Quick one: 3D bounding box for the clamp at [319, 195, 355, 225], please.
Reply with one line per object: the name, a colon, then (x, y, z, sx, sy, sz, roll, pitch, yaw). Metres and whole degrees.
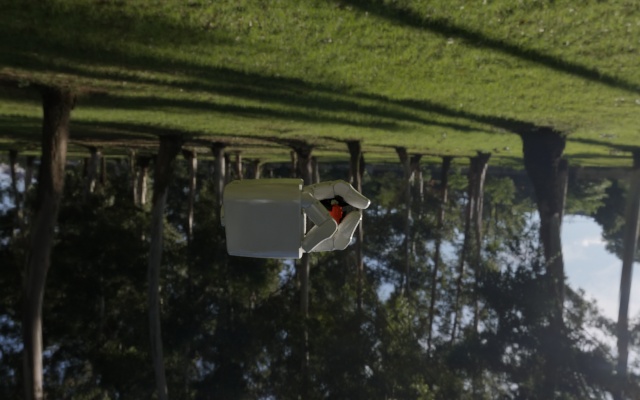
clamp: (0.000, 0.003, 0.761, 0.120, 0.039, 0.171, 0, 9, 0)
